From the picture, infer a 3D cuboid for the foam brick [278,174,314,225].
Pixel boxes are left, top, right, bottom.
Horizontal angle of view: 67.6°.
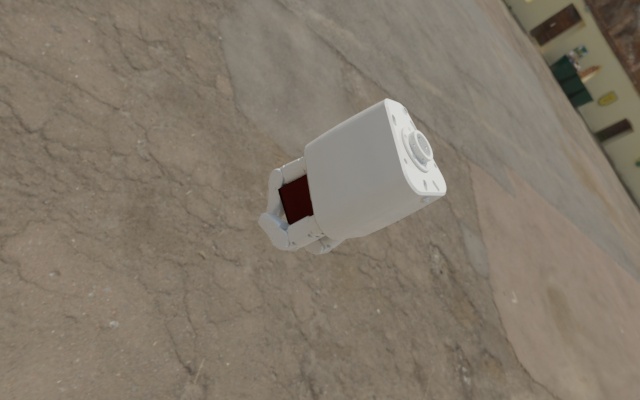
[{"bbox_3d":[0.000,0.002,0.545,0.051,0.053,0.078,-25,-13,32],"label":"foam brick"}]
